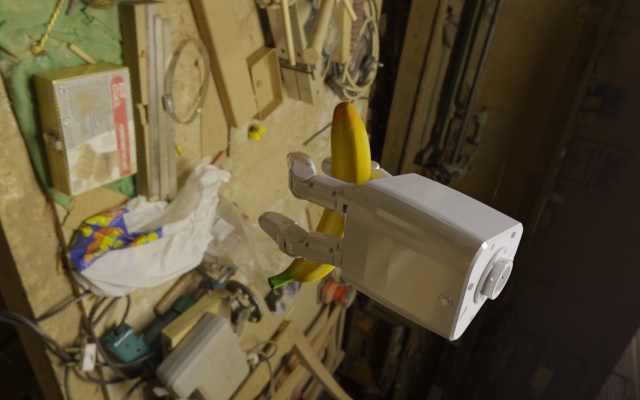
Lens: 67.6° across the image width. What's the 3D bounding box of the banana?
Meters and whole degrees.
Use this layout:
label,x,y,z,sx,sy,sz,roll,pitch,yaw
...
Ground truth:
label,x,y,z,sx,sy,sz,roll,pitch,yaw
banana,0.012,0.006,0.460,0.069,0.198,0.037,4,23,-43
